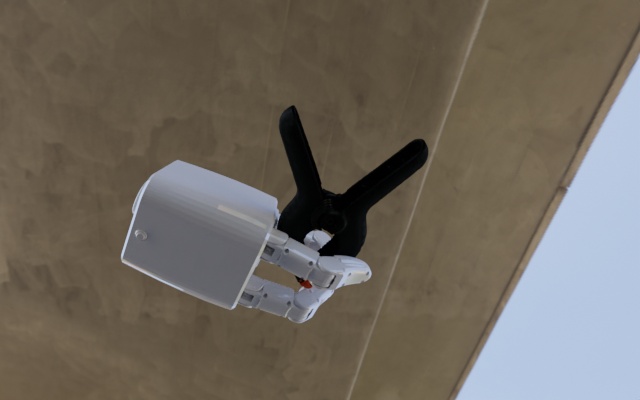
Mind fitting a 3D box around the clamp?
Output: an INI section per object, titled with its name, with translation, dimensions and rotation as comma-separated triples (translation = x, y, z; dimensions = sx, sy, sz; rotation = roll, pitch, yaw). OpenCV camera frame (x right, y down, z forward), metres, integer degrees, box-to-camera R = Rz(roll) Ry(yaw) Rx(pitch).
[clamp]
translation = 0.000, 0.001, 0.407
dimensions = 0.120, 0.171, 0.039
rotation = 23, 27, -9
